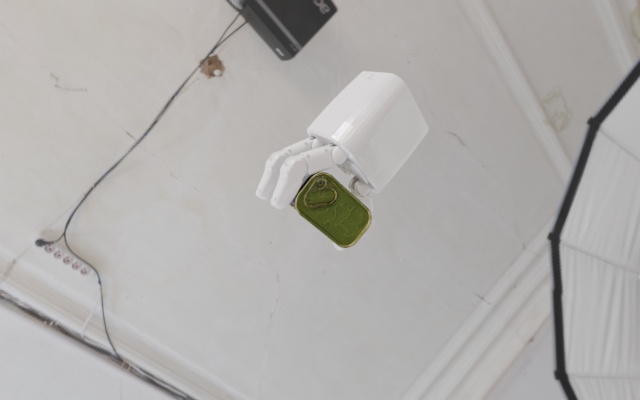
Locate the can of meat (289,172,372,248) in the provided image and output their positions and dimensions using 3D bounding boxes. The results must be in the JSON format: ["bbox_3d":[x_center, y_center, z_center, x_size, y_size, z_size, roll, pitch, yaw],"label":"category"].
[{"bbox_3d":[0.000,0.002,0.584,0.102,0.057,0.084,40,-4,-29],"label":"can of meat"}]
